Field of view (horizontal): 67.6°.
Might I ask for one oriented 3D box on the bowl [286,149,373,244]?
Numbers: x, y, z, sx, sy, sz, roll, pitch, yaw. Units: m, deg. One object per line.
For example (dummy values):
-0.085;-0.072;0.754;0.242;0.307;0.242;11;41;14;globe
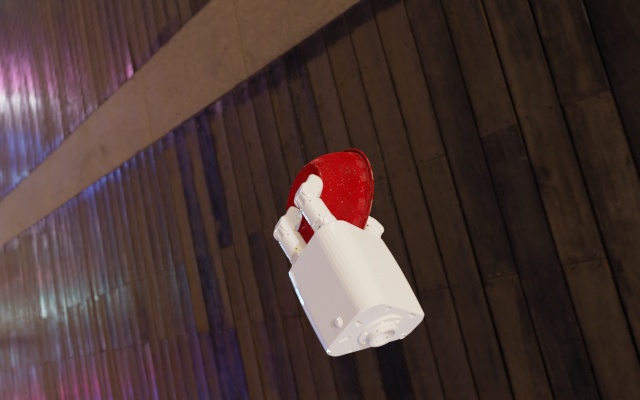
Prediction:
-0.001;0.001;0.627;0.055;0.162;0.162;16;-8;-27;bowl
